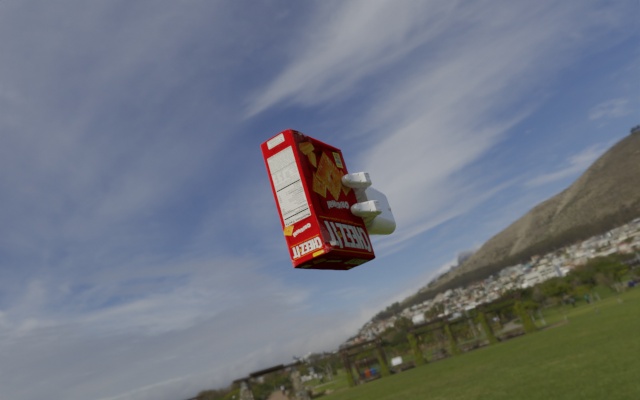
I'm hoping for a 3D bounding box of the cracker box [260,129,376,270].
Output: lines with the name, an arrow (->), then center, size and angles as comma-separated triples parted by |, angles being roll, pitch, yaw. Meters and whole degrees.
cracker box -> 0.000, 0.002, 0.787 | 0.072, 0.213, 0.164 | -27, -22, 27
